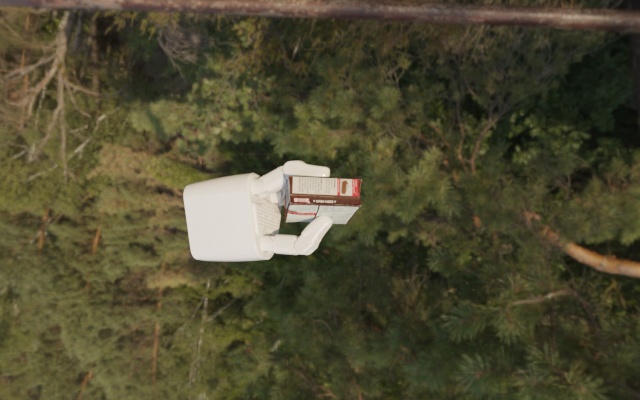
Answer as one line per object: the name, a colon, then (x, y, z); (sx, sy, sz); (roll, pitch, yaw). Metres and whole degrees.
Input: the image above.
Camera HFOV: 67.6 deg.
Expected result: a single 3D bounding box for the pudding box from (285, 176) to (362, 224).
pudding box: (0.000, 0.002, 0.616); (0.090, 0.039, 0.113); (1, -13, -6)
